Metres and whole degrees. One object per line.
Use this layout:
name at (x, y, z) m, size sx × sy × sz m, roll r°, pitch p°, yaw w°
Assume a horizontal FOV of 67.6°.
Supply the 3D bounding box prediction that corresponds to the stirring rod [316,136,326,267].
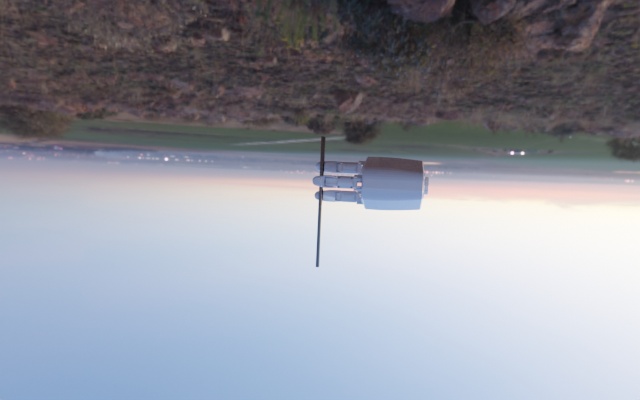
stirring rod at (0.000, 0.003, 0.877) m, size 0.011 × 0.239 × 0.011 m, roll 2°, pitch 3°, yaw 0°
